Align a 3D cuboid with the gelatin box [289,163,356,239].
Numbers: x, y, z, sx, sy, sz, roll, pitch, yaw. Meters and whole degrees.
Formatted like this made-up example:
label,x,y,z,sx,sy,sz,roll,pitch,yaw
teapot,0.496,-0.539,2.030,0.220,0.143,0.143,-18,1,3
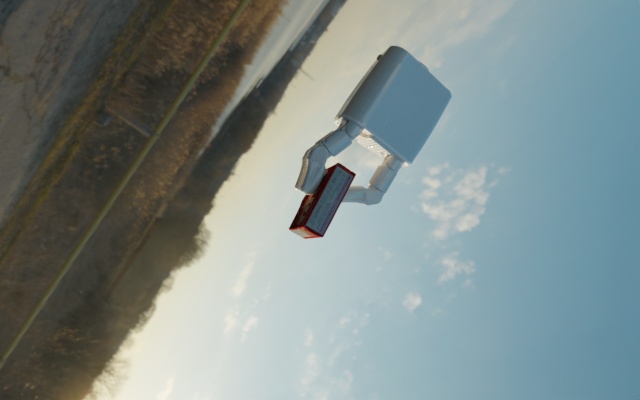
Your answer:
label,x,y,z,sx,sy,sz,roll,pitch,yaw
gelatin box,0.000,0.002,0.583,0.030,0.089,0.073,30,-14,-13
